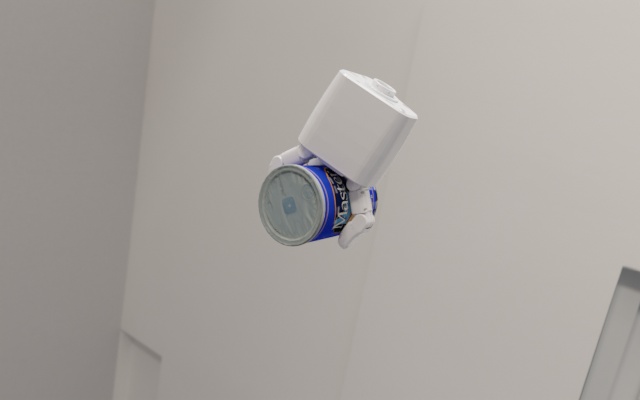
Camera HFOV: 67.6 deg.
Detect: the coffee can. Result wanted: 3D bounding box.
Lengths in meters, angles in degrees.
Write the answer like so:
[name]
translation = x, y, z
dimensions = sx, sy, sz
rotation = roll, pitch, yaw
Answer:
[coffee can]
translation = 0.000, 0.002, 0.650
dimensions = 0.103, 0.103, 0.140
rotation = 0, 4, 35
